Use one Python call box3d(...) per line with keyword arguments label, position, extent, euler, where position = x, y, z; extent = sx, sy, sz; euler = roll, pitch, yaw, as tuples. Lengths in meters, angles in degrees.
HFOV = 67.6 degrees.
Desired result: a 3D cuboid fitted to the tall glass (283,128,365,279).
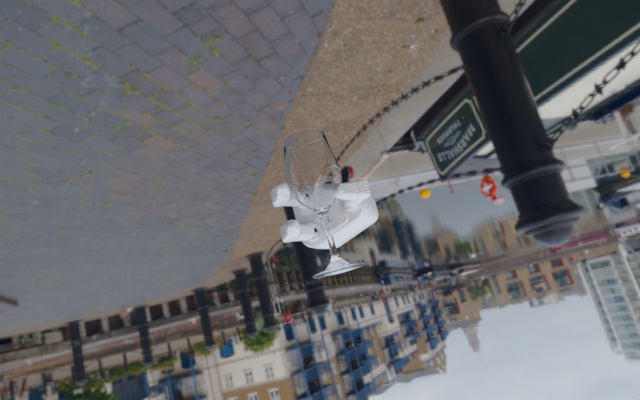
box3d(label="tall glass", position=(0.000, 0.003, 0.669), extent=(0.079, 0.201, 0.079), euler=(-14, -14, -3))
